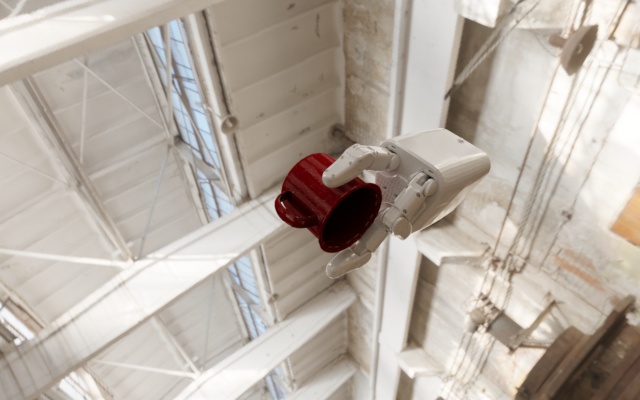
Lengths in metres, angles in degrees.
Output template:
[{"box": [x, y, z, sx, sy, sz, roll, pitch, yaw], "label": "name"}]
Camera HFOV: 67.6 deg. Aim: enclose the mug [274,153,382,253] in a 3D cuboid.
[{"box": [-0.001, 0.002, 0.535, 0.117, 0.093, 0.081, -18, 46, -38], "label": "mug"}]
